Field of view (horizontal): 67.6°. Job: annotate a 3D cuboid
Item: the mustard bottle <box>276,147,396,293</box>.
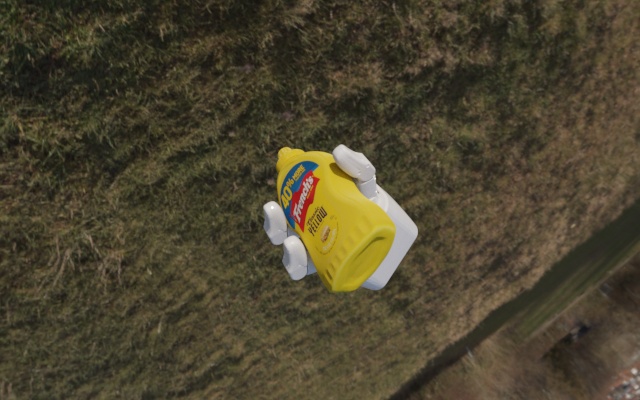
[{"bbox_3d":[0.000,0.002,0.529,0.058,0.096,0.191,4,37,-39],"label":"mustard bottle"}]
